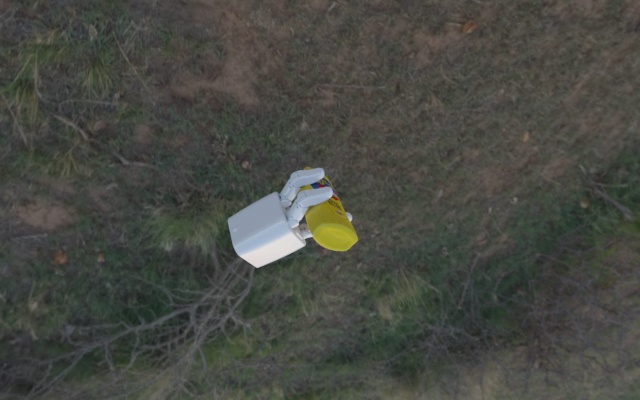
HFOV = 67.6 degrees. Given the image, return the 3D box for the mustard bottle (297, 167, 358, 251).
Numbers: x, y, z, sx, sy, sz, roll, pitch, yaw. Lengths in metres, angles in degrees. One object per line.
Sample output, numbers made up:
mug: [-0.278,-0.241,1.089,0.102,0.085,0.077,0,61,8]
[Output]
mustard bottle: [0.000,0.003,0.882,0.096,0.058,0.191,26,28,-38]
